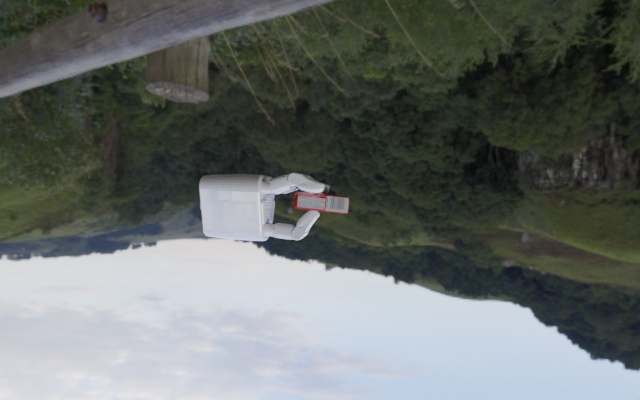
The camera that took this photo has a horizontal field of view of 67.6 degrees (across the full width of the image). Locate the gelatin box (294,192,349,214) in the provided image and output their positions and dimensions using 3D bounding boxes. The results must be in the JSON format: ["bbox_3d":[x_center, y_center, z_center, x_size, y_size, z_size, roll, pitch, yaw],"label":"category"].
[{"bbox_3d":[0.000,0.003,0.804,0.089,0.030,0.073,6,0,-3],"label":"gelatin box"}]
